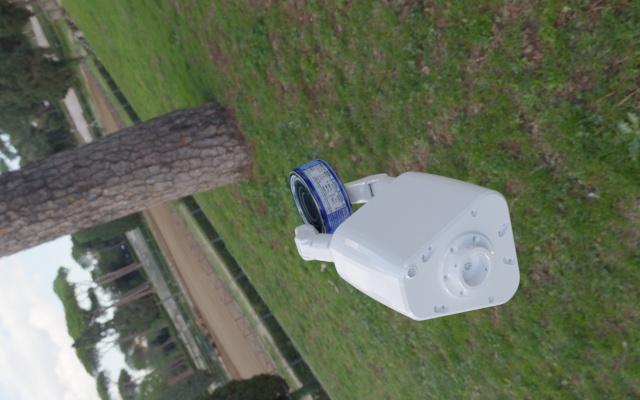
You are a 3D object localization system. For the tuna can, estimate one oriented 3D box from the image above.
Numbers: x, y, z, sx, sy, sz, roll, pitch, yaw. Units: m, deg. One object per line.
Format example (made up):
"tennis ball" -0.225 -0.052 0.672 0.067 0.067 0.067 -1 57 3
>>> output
"tuna can" 0.000 0.002 0.496 0.034 0.086 0.086 -24 7 -16
